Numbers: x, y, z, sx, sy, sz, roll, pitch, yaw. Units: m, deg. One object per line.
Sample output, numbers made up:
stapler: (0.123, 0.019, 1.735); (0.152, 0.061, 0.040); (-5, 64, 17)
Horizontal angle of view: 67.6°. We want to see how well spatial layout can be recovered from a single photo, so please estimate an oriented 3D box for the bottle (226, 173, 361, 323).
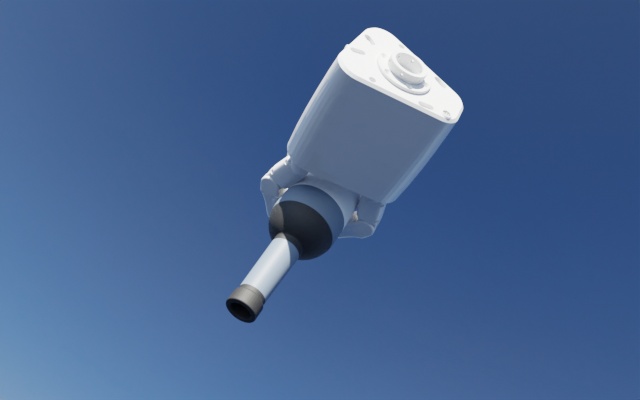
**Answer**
bottle: (0.000, 0.001, 0.473); (0.069, 0.069, 0.295); (0, 35, 31)
